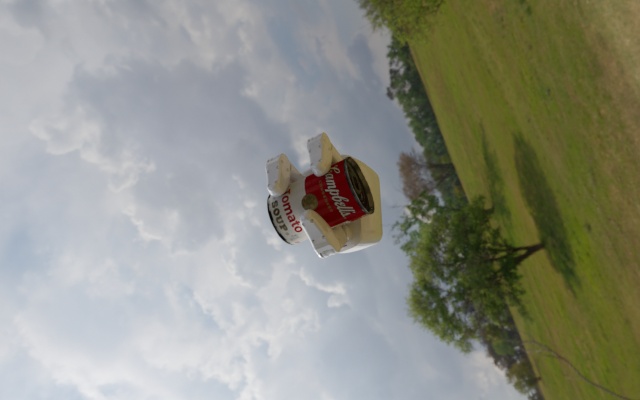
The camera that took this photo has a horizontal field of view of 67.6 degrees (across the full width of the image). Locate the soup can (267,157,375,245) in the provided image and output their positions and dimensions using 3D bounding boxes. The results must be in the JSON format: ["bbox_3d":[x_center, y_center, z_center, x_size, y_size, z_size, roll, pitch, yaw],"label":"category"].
[{"bbox_3d":[0.000,0.002,0.535,0.102,0.068,0.068,-23,-8,19],"label":"soup can"}]
